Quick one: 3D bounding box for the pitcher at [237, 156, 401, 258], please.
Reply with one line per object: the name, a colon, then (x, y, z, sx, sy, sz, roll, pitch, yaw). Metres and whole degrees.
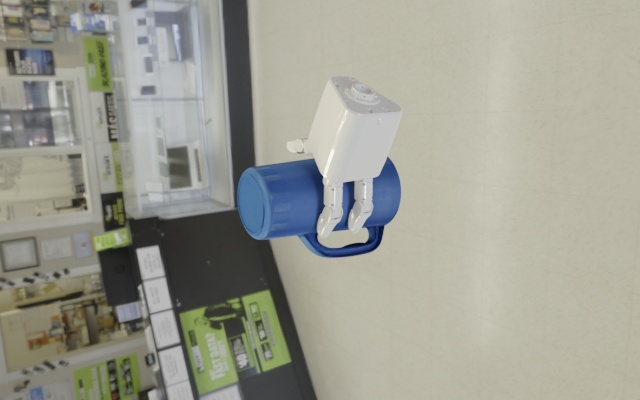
pitcher: (0.000, 0.002, 0.756, 0.243, 0.145, 0.149, -8, 44, -33)
